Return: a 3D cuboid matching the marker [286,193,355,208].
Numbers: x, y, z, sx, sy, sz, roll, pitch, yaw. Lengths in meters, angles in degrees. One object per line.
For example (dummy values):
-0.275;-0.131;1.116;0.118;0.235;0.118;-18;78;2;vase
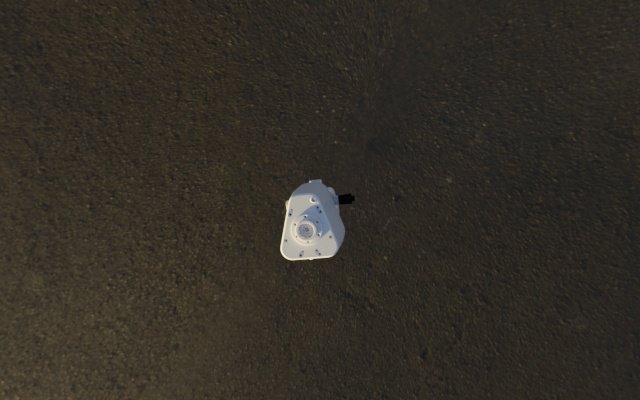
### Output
0.000;0.003;0.839;0.121;0.020;0.020;-6;-1;8;marker
